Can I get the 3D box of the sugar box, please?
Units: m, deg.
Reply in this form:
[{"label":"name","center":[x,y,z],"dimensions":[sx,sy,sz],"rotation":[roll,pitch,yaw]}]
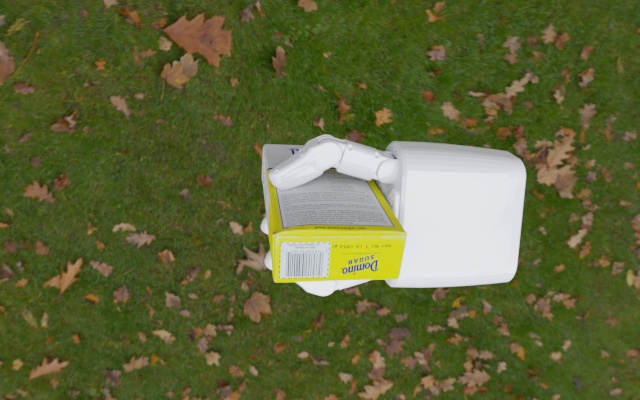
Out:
[{"label":"sugar box","center":[0.000,0.002,0.403],"dimensions":[0.093,0.048,0.176],"rotation":[1,23,-9]}]
